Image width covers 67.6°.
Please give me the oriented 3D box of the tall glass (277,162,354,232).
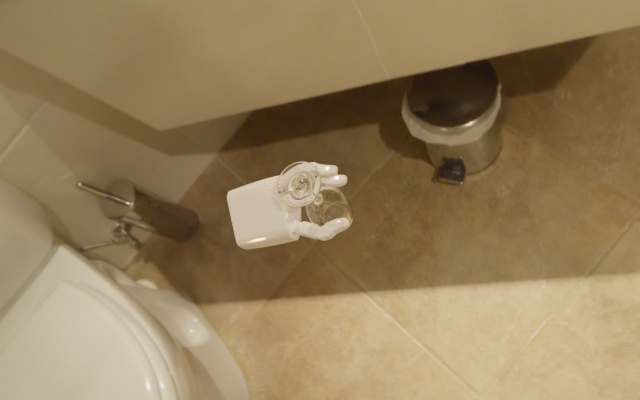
[{"bbox_3d":[0.000,0.003,0.822,0.079,0.079,0.201,0,-16,21],"label":"tall glass"}]
